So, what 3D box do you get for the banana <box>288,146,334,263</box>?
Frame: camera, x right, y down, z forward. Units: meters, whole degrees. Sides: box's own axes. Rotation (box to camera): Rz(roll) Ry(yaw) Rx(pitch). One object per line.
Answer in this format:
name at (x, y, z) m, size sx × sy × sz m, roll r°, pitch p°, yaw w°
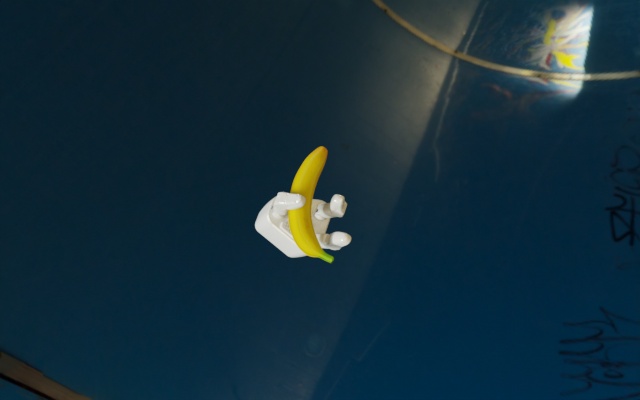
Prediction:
banana at (-0.018, 0.006, 0.775) m, size 0.069 × 0.197 × 0.037 m, roll -2°, pitch -16°, yaw -4°
